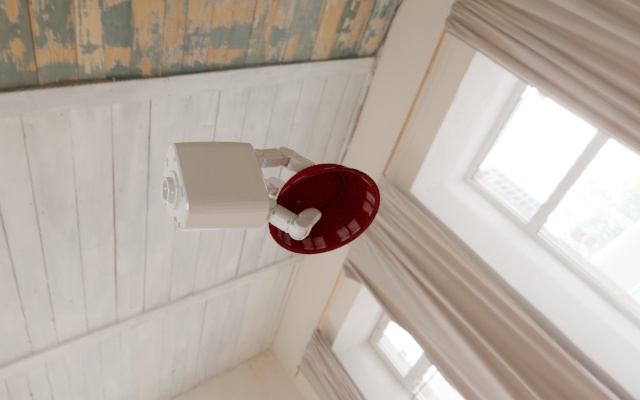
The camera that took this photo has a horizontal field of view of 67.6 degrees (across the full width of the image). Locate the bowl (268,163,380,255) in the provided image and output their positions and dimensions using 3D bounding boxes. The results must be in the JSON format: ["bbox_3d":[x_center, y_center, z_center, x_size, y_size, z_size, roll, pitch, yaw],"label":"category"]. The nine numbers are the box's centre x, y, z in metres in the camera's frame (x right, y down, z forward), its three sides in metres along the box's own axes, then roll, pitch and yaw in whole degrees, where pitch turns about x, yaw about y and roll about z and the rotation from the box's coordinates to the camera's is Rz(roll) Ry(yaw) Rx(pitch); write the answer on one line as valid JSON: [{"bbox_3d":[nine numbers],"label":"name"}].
[{"bbox_3d":[0.001,0.002,0.676,0.162,0.162,0.055,0,41,-22],"label":"bowl"}]
